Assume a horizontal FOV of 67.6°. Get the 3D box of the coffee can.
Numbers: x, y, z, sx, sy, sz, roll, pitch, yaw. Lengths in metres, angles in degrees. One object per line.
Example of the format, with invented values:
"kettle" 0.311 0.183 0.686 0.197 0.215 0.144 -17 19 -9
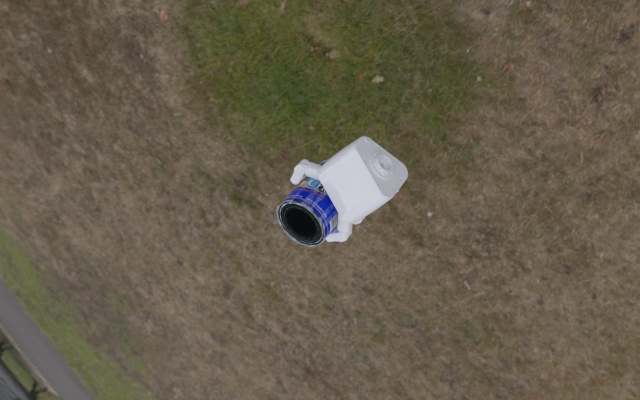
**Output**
"coffee can" 0.000 0.003 0.883 0.103 0.103 0.140 0 34 39
